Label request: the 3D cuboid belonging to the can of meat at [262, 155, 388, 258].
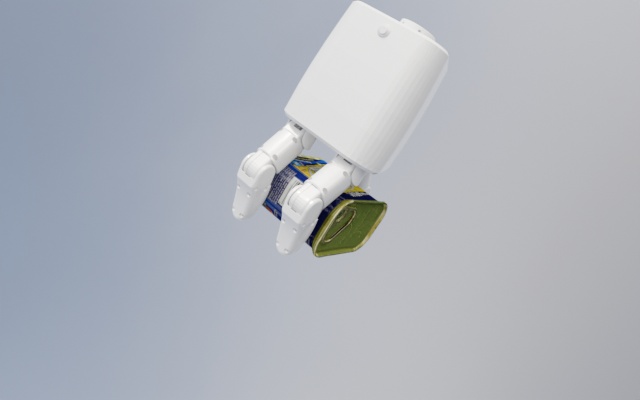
[{"bbox_3d":[0.000,0.001,0.434,0.084,0.057,0.102,39,17,24],"label":"can of meat"}]
